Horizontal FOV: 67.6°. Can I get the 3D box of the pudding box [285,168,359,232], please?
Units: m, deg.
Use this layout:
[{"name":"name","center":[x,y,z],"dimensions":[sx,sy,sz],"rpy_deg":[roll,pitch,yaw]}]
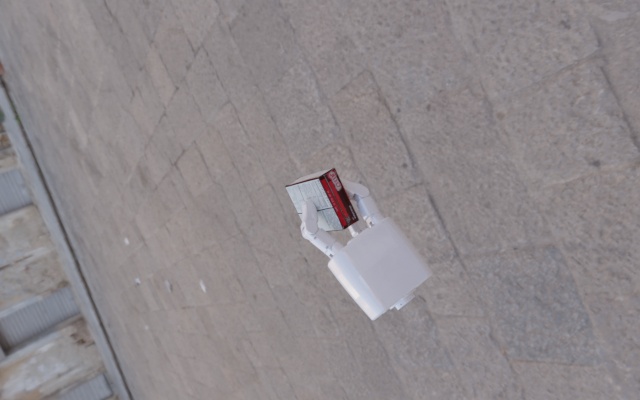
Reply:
[{"name":"pudding box","center":[0.000,0.003,0.748],"dimensions":[0.039,0.090,0.113],"rpy_deg":[-31,11,-32]}]
